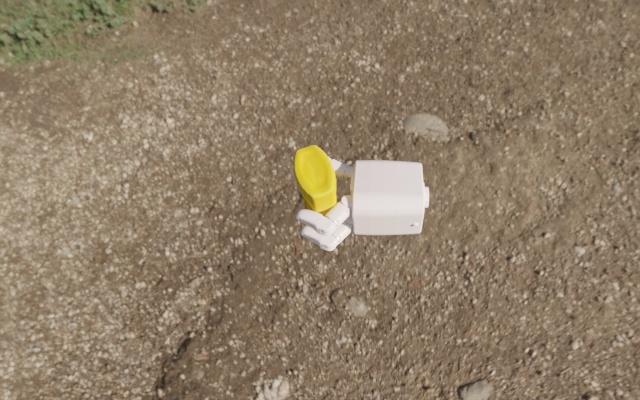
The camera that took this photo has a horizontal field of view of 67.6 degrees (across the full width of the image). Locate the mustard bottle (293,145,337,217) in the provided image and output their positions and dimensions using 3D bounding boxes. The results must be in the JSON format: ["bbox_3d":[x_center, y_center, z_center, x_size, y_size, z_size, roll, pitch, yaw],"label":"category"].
[{"bbox_3d":[0.000,0.002,0.775,0.058,0.096,0.192,-20,-31,-5],"label":"mustard bottle"}]
